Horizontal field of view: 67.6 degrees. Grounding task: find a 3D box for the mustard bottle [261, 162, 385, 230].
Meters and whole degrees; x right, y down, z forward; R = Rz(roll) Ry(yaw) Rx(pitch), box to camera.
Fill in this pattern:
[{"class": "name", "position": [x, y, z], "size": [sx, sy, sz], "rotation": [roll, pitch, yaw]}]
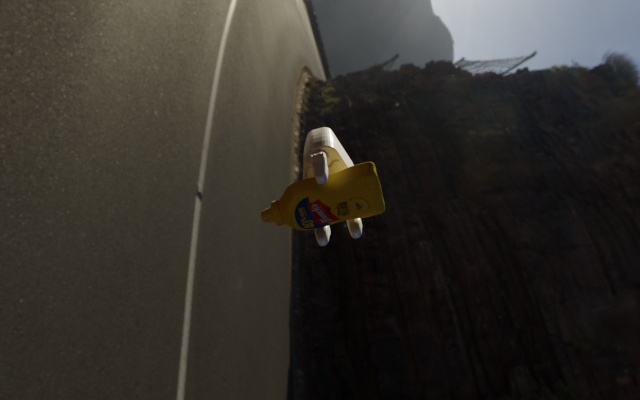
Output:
[{"class": "mustard bottle", "position": [0.000, 0.003, 0.747], "size": [0.191, 0.058, 0.096], "rotation": [-14, -39, 6]}]
